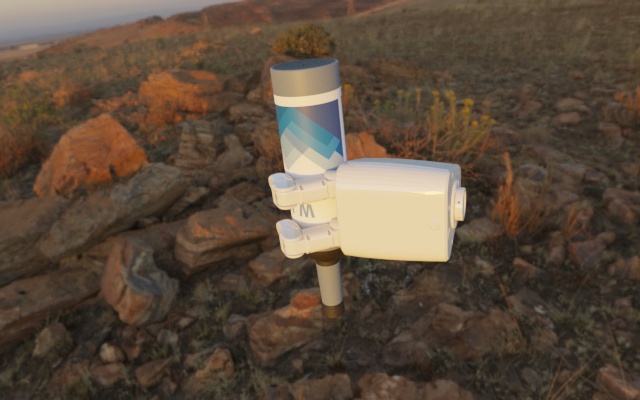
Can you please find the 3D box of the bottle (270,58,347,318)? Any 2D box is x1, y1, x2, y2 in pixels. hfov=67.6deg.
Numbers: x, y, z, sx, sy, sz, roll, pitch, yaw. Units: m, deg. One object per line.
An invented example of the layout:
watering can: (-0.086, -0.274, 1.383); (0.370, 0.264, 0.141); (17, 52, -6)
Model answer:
bottle: (0.000, 0.001, 0.521); (0.069, 0.296, 0.069); (-6, 24, 3)
